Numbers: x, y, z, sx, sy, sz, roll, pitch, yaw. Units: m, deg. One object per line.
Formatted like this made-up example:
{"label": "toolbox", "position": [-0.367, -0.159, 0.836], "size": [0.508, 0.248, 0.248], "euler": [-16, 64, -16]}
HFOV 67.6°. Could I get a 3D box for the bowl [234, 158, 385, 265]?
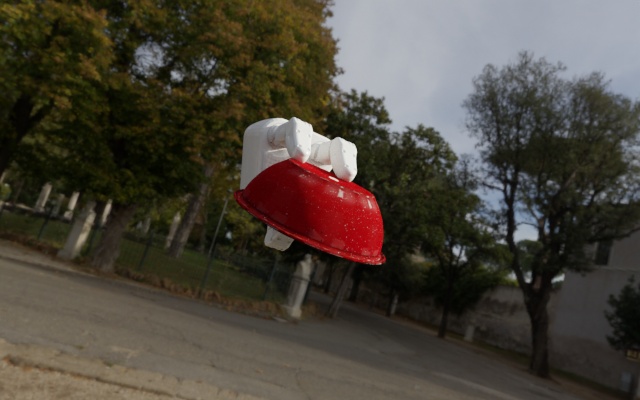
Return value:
{"label": "bowl", "position": [0.001, 0.002, 0.467], "size": [0.162, 0.055, 0.162], "euler": [24, 8, -4]}
